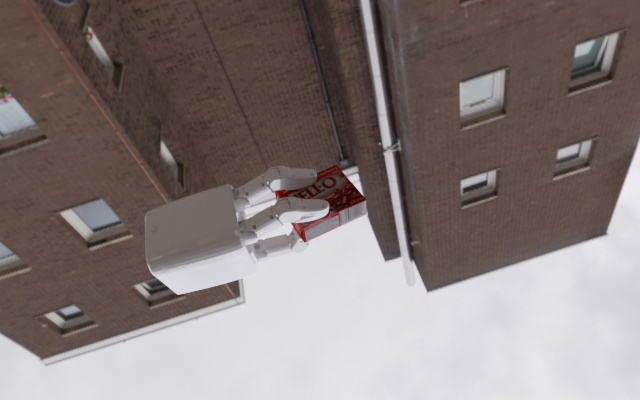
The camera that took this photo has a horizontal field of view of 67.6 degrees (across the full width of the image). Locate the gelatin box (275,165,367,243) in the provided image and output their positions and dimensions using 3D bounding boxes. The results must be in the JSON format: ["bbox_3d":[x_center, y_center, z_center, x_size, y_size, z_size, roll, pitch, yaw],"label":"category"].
[{"bbox_3d":[0.000,0.002,0.577,0.089,0.030,0.073,-24,49,-16],"label":"gelatin box"}]
